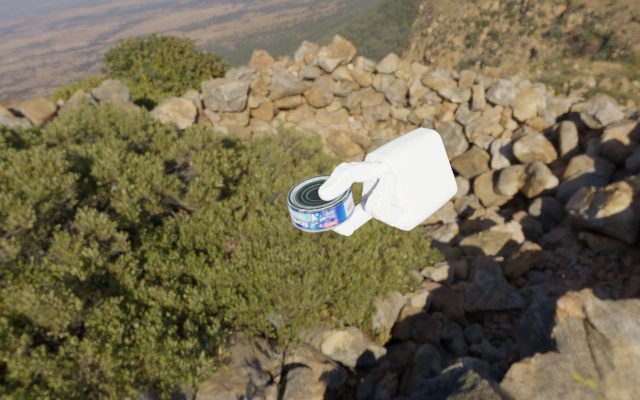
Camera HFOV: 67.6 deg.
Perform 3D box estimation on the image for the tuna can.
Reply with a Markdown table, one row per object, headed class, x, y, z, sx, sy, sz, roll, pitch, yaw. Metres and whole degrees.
| class | x | y | z | sx | sy | sz | roll | pitch | yaw |
| --- | --- | --- | --- | --- | --- | --- | --- | --- | --- |
| tuna can | 0.000 | 0.002 | 0.624 | 0.086 | 0.034 | 0.086 | -10 | 33 | 6 |
